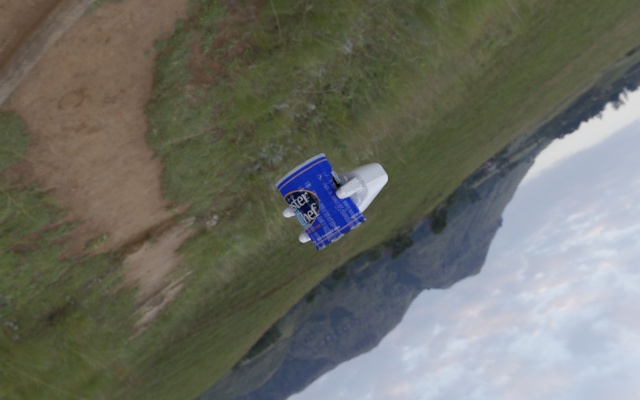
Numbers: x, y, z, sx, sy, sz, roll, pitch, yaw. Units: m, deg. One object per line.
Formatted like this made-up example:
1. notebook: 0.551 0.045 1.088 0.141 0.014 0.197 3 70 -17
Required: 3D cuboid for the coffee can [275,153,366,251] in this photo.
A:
1. coffee can: 0.000 0.003 0.840 0.103 0.140 0.103 -33 -3 -2
